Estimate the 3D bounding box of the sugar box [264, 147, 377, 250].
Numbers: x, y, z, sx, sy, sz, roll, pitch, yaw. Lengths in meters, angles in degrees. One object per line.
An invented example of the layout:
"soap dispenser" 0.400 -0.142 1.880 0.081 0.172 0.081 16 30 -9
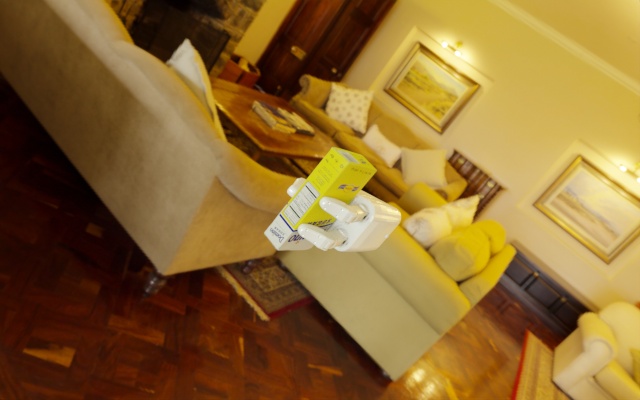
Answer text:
"sugar box" 0.001 0.003 0.733 0.048 0.176 0.093 47 21 27
